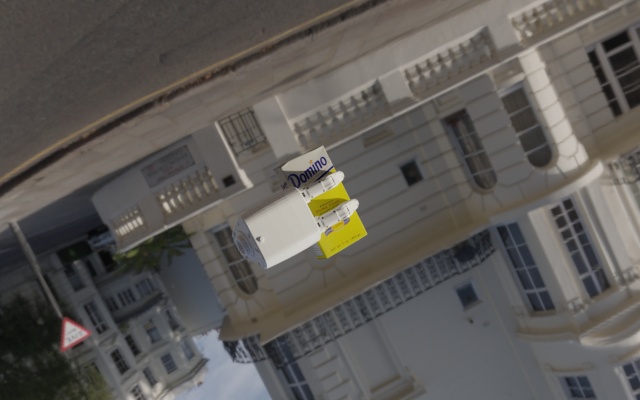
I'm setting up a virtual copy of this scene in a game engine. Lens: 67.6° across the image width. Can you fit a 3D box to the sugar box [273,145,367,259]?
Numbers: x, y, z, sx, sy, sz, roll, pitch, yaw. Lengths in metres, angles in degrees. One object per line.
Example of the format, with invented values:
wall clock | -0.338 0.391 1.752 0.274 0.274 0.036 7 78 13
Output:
sugar box | 0.000 0.003 0.830 0.093 0.176 0.048 -29 6 -24
